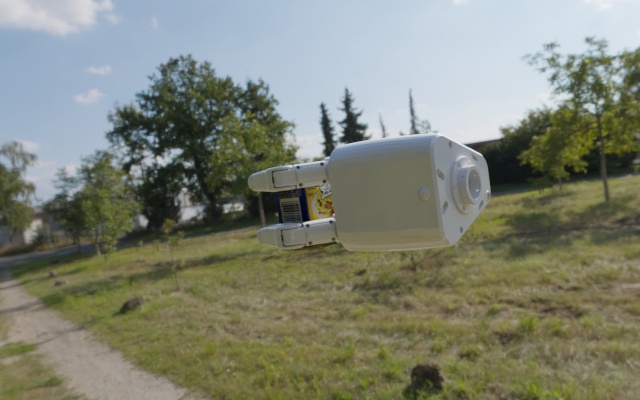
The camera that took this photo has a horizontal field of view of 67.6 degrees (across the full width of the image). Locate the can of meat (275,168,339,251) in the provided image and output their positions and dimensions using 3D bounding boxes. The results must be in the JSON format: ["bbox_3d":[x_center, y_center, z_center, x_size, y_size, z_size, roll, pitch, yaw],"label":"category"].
[{"bbox_3d":[0.000,0.001,0.503,0.057,0.084,0.102,-4,6,45],"label":"can of meat"}]
